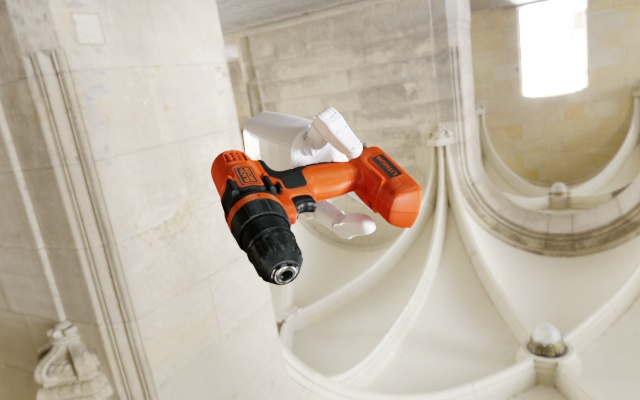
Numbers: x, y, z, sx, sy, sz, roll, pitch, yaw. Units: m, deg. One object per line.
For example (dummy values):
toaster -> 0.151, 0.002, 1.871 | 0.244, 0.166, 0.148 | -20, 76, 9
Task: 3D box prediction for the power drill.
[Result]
power drill -> 0.000, 0.001, 0.462 | 0.187, 0.057, 0.184 | -6, 36, -24
